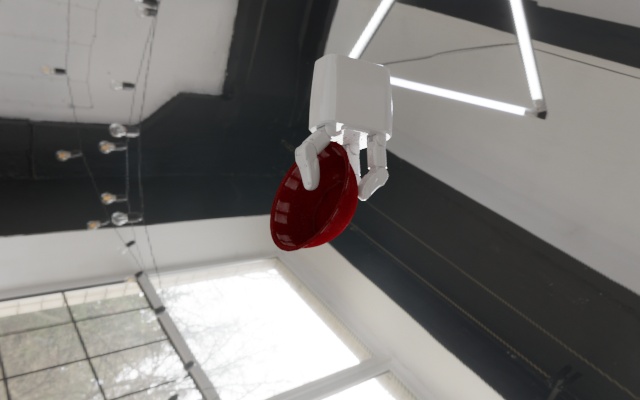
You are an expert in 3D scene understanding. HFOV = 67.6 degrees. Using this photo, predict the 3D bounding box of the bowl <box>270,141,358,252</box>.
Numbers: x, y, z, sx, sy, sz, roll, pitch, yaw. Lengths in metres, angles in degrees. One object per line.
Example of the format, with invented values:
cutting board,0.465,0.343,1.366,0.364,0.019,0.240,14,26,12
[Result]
bowl,0.000,0.004,0.652,0.055,0.162,0.162,29,-16,-32
